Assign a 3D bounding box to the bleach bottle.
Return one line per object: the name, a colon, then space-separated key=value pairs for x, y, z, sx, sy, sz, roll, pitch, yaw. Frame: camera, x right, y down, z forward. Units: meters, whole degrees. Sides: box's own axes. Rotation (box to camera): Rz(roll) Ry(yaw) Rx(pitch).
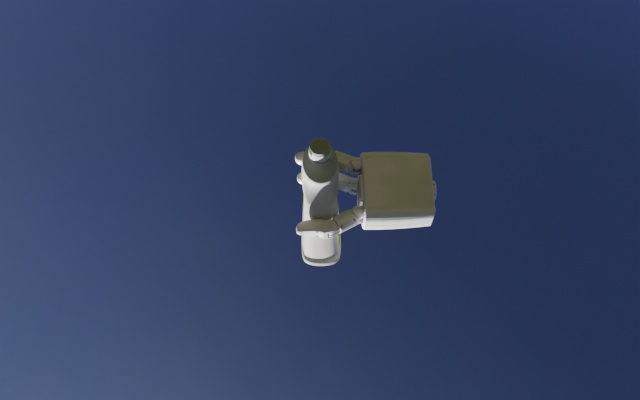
bleach bottle: x=0.000 y=0.002 z=0.735 sx=0.068 sy=0.102 sz=0.251 roll=-1 pitch=-33 yaw=0
